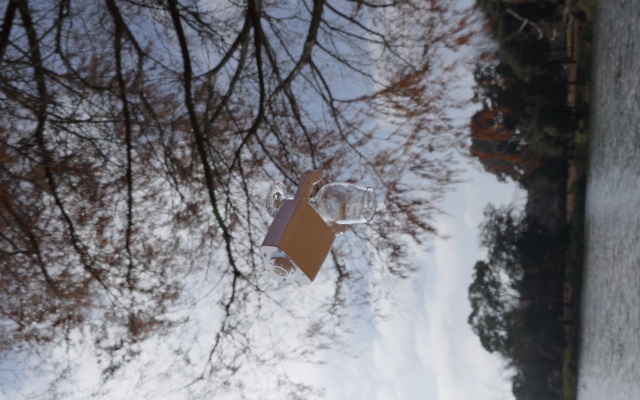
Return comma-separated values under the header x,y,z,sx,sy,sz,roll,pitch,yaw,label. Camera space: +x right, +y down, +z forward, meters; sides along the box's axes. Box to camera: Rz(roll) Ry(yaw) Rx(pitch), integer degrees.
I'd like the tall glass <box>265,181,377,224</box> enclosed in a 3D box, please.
x,y,z,sx,sy,sz,roll,pitch,yaw,label
0.000,0.003,0.887,0.201,0.079,0.079,2,1,29,tall glass
